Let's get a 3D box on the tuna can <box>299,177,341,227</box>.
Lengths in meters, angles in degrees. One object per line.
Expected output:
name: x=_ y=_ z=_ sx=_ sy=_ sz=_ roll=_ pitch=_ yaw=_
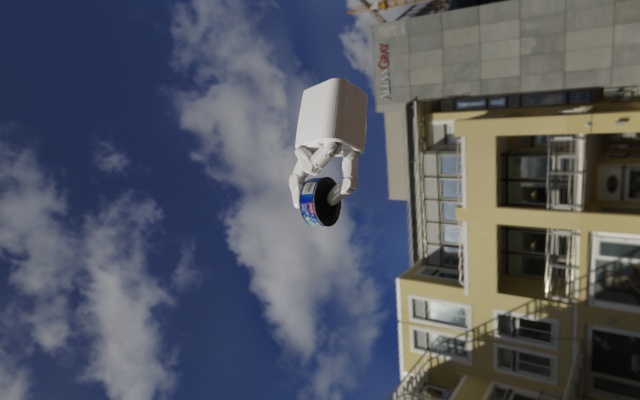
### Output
tuna can: x=0.000 y=0.003 z=0.825 sx=0.034 sy=0.086 sz=0.086 roll=-3 pitch=-2 yaw=34
